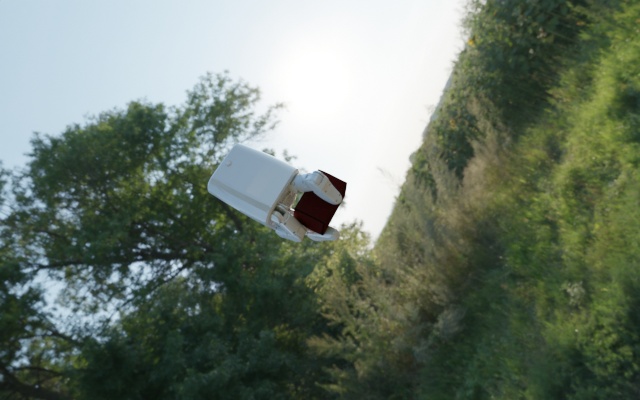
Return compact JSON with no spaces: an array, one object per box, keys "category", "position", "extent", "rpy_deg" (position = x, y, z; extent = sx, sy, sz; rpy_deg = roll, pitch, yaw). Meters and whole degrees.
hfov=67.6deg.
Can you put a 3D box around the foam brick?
[{"category":"foam brick","position":[0.000,0.002,0.721],"extent":[0.051,0.078,0.053],"rpy_deg":[26,-24,9]}]
